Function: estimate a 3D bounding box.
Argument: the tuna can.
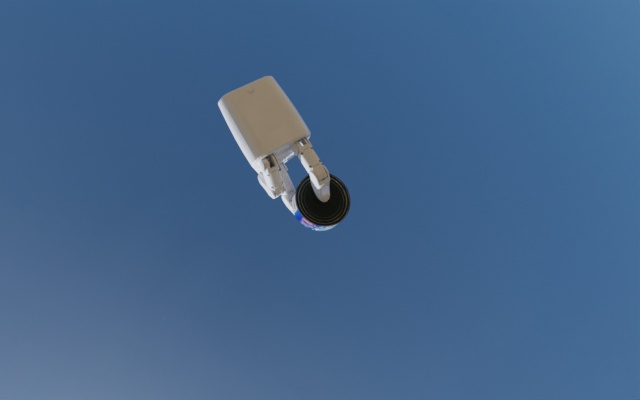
[{"bbox_3d":[0.000,0.003,0.728,0.086,0.086,0.034,0,-18,-15],"label":"tuna can"}]
